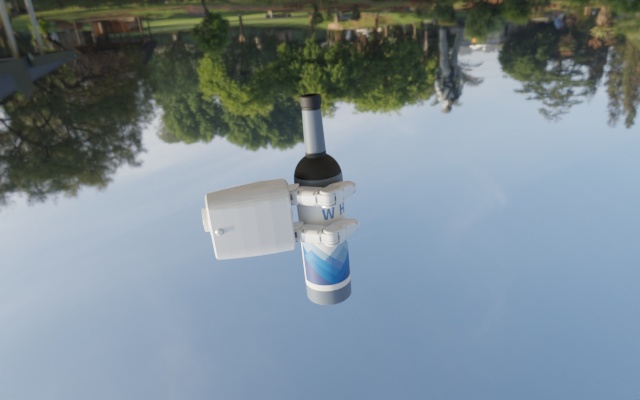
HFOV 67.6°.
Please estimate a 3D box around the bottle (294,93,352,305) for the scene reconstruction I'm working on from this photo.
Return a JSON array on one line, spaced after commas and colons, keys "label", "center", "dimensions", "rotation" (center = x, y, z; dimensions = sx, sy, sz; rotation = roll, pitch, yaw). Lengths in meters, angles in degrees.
[{"label": "bottle", "center": [0.000, 0.002, 0.661], "dimensions": [0.069, 0.296, 0.069], "rotation": [-5, 22, 2]}]
